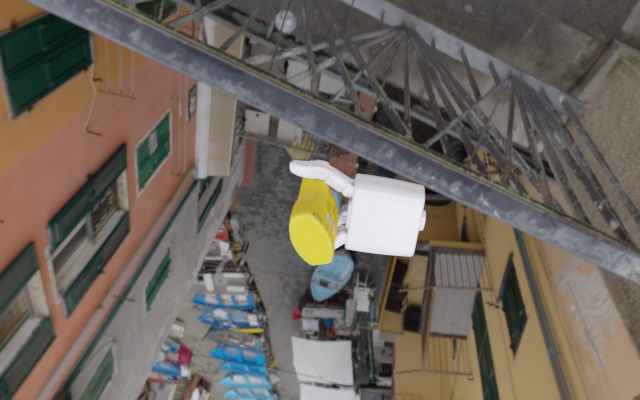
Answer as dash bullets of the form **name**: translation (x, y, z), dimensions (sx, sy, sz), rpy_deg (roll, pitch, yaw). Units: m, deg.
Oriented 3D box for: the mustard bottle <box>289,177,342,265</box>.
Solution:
- **mustard bottle**: translation (0.000, 0.003, 0.740), dimensions (0.058, 0.096, 0.191), rpy_deg (-12, 33, 18)
